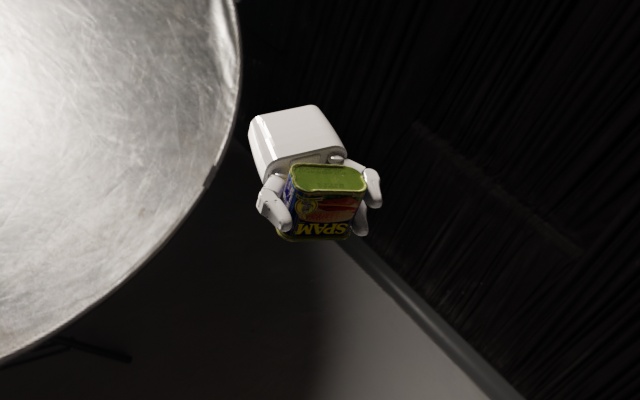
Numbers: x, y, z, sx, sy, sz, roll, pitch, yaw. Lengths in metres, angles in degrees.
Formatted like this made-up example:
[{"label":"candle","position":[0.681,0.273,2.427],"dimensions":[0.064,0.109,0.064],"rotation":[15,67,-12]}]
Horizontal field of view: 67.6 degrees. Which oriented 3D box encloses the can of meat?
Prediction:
[{"label":"can of meat","position":[0.000,0.002,0.599],"dimensions":[0.102,0.084,0.057],"rotation":[1,43,-23]}]
